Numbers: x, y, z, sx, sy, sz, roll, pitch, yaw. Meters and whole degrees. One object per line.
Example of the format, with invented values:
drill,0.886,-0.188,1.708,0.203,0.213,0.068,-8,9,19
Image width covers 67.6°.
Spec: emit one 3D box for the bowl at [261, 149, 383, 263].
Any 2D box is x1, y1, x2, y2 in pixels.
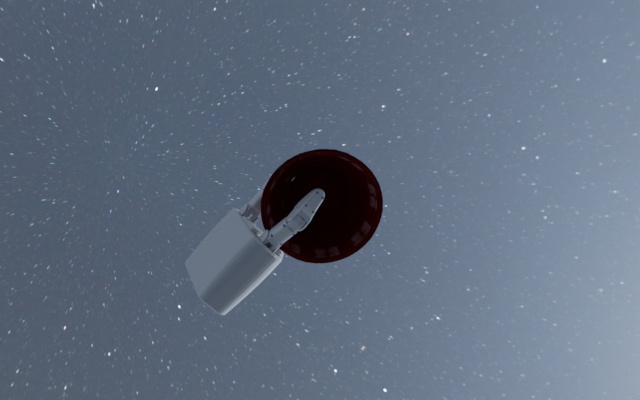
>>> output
bowl,0.001,0.001,0.649,0.162,0.162,0.055,0,21,-6
